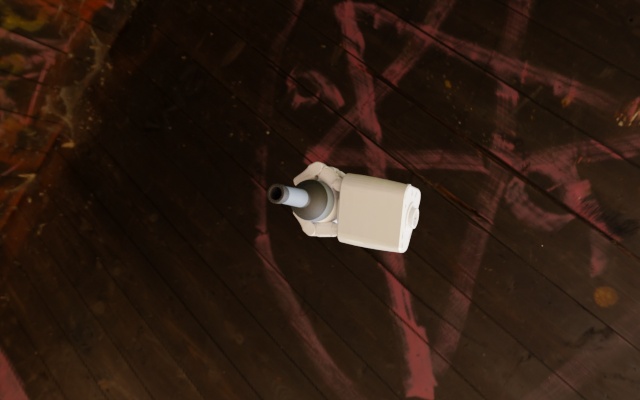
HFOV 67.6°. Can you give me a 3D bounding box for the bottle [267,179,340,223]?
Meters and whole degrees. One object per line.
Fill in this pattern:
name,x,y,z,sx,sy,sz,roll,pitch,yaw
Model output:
bottle,0.000,0.003,0.787,0.069,0.069,0.296,0,-5,25
